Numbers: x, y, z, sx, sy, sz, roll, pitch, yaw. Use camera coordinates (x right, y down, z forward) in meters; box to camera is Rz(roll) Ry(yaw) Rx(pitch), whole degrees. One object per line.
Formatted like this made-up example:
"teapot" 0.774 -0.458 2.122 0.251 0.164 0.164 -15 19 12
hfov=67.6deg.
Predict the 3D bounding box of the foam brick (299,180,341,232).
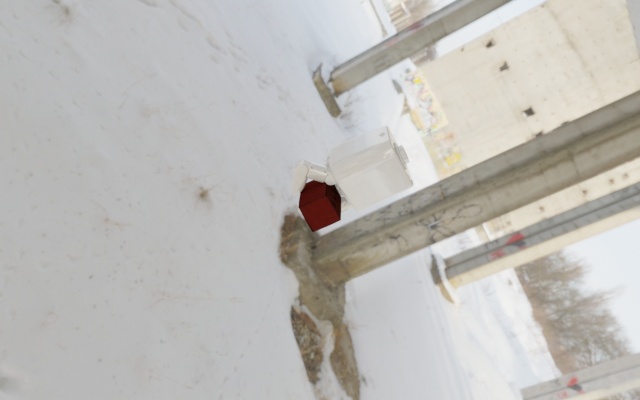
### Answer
"foam brick" 0.000 0.003 0.779 0.051 0.053 0.078 -22 28 15
